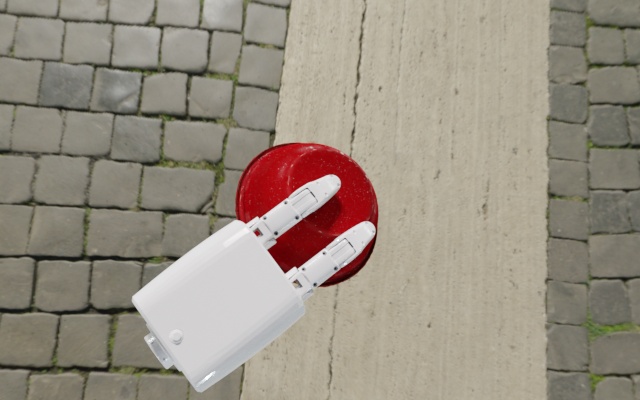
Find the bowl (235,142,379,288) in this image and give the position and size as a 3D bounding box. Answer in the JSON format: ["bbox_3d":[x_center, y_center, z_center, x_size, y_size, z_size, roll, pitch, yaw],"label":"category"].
[{"bbox_3d":[0.001,0.001,0.480,0.162,0.162,0.055,0,-22,-27],"label":"bowl"}]
